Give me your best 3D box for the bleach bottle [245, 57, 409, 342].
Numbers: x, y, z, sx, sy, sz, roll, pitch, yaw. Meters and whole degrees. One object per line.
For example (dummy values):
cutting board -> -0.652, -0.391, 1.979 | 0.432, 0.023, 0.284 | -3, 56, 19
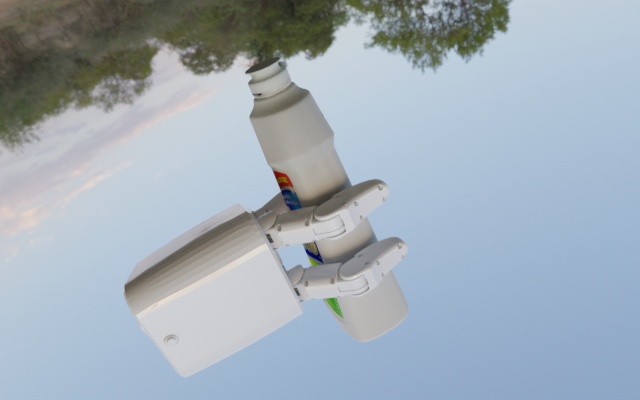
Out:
bleach bottle -> 0.000, 0.001, 0.409 | 0.068, 0.251, 0.102 | -29, 28, -10
